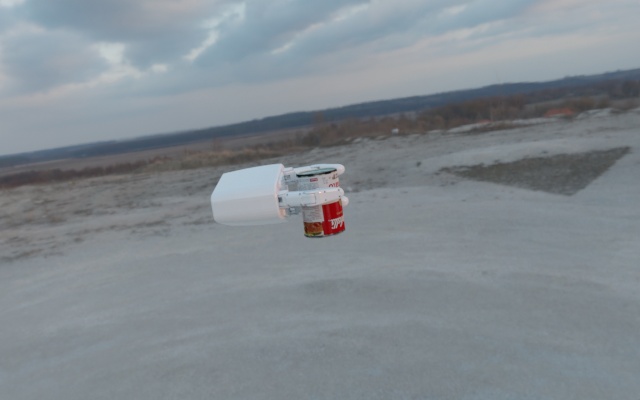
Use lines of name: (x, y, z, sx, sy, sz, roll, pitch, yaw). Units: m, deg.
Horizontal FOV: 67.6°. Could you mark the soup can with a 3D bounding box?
soup can: (0.001, 0.002, 0.767, 0.068, 0.102, 0.068, -8, 10, 1)
